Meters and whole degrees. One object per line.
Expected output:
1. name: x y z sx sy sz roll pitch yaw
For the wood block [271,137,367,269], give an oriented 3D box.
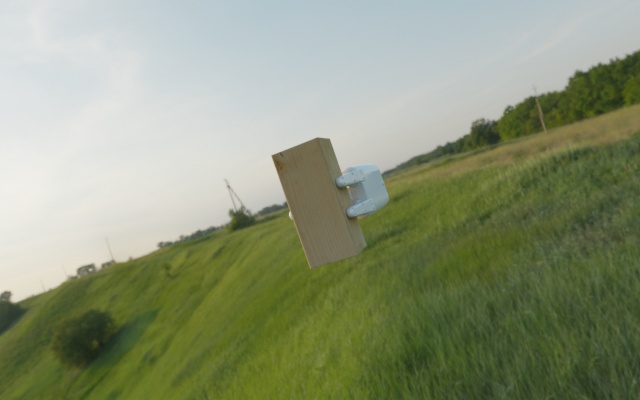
1. wood block: 0.000 0.003 0.839 0.091 0.206 0.090 -19 1 17
